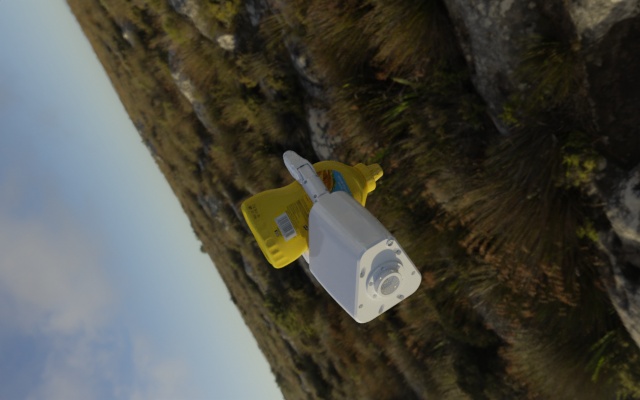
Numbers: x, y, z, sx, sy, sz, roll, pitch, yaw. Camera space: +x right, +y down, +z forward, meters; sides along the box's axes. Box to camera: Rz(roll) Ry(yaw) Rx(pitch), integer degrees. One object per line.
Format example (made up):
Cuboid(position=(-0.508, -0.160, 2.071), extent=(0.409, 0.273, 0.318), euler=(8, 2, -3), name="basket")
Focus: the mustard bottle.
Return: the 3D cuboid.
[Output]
Cuboid(position=(0.000, 0.002, 0.629), extent=(0.191, 0.096, 0.058), euler=(-29, 13, -14), name="mustard bottle")
